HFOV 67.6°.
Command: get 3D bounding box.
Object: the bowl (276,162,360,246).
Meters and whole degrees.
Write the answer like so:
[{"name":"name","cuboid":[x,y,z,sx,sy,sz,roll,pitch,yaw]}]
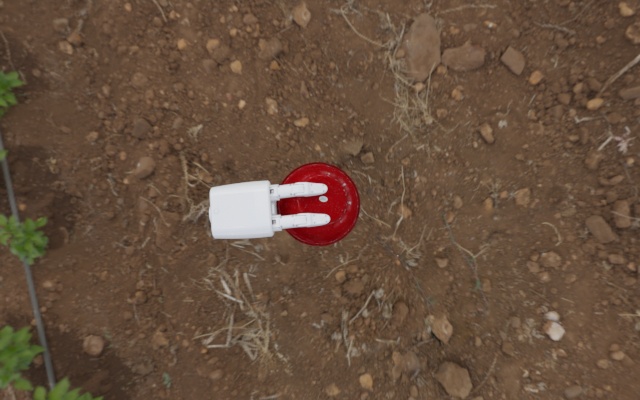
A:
[{"name":"bowl","cuboid":[0.001,0.002,0.881,0.162,0.162,0.055,0,-8,-8]}]
